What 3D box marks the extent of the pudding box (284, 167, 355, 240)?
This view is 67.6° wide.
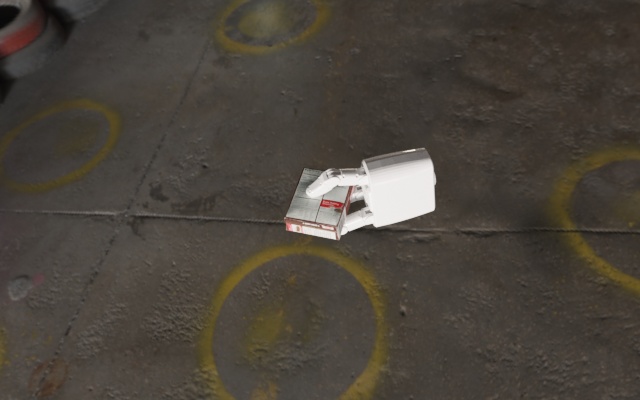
[{"bbox_3d":[0.000,0.002,0.779,0.090,0.113,0.039,9,-37,14],"label":"pudding box"}]
